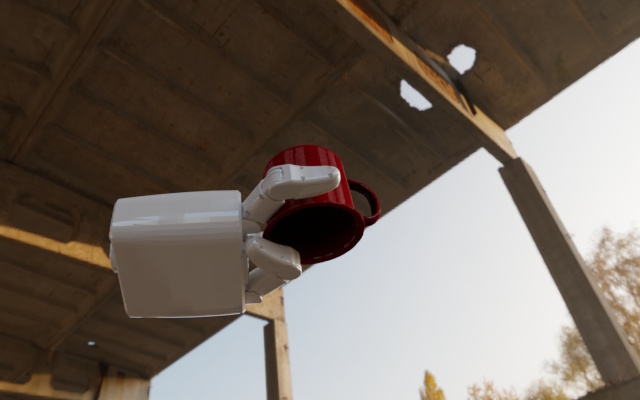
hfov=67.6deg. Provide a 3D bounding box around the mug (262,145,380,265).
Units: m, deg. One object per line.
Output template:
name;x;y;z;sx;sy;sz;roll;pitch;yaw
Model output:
mug;0.001;0.001;0.456;0.117;0.081;0.093;-1;-41;-12
